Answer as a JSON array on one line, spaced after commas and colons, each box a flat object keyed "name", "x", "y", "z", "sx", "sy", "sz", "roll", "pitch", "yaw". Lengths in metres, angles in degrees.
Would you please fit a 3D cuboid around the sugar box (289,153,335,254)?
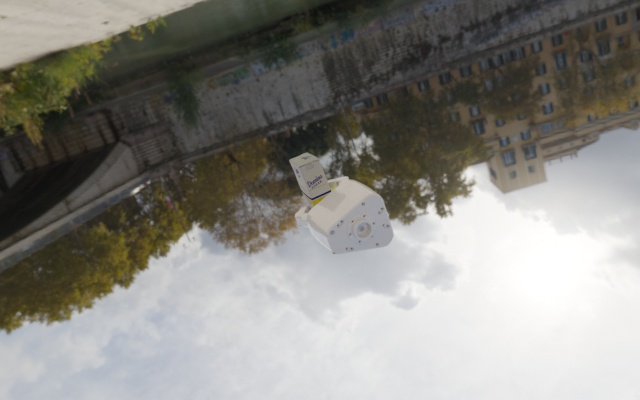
[{"name": "sugar box", "x": 0.001, "y": 0.003, "z": 0.884, "sx": 0.048, "sy": 0.176, "sz": 0.093, "roll": -22, "pitch": 18, "yaw": -9}]
